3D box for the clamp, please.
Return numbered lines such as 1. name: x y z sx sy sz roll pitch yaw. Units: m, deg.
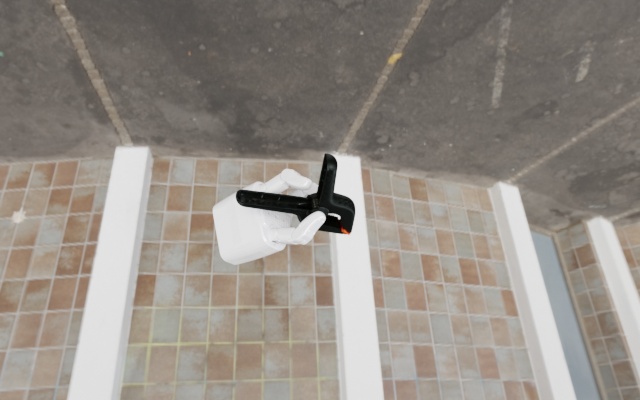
1. clamp: 0.000 0.003 0.729 0.164 0.036 0.210 -24 -35 30
